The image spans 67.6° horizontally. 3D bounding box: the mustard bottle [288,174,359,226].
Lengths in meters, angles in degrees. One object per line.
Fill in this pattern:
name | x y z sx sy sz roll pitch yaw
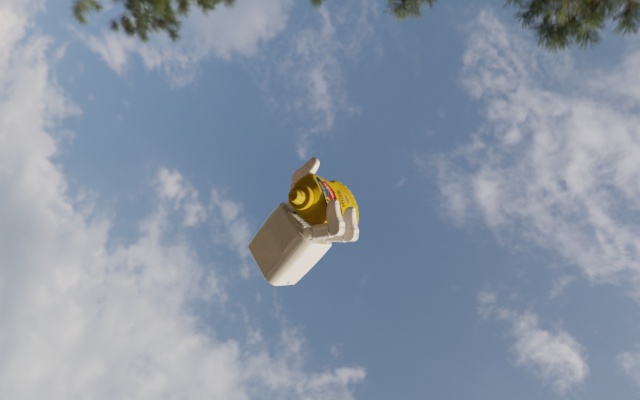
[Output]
mustard bottle | 0.001 0.003 0.836 0.058 0.096 0.191 -26 -17 23
